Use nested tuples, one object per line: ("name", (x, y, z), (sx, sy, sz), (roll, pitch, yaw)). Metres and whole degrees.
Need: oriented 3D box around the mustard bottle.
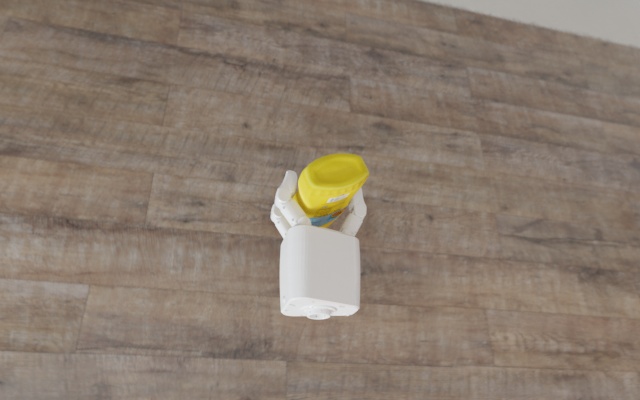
("mustard bottle", (0.000, 0.002, 0.732), (0.096, 0.058, 0.192), (-17, -21, -23))
